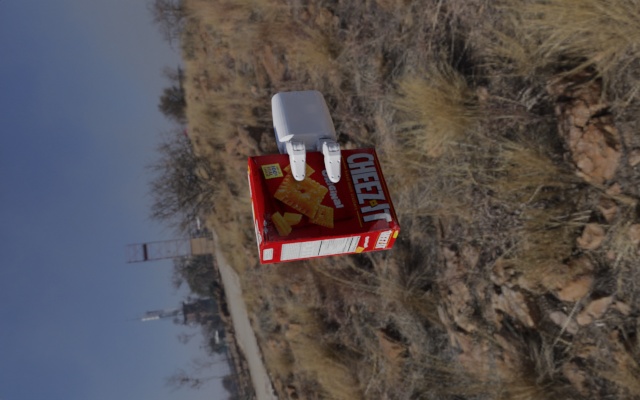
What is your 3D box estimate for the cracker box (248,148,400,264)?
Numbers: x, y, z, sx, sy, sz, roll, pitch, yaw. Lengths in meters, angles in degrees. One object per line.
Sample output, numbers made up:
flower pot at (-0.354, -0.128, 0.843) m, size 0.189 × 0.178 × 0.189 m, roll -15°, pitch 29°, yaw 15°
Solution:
cracker box at (0.000, 0.003, 0.758) m, size 0.213 × 0.164 × 0.072 m, roll -6°, pitch -32°, yaw -12°
